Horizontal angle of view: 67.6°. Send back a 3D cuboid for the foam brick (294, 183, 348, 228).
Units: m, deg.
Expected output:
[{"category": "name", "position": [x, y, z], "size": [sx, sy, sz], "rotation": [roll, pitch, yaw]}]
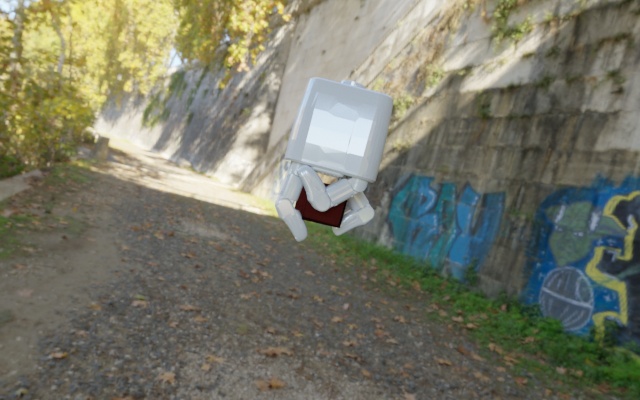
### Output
[{"category": "foam brick", "position": [0.000, 0.002, 0.627], "size": [0.053, 0.051, 0.078], "rotation": [14, 1, -12]}]
